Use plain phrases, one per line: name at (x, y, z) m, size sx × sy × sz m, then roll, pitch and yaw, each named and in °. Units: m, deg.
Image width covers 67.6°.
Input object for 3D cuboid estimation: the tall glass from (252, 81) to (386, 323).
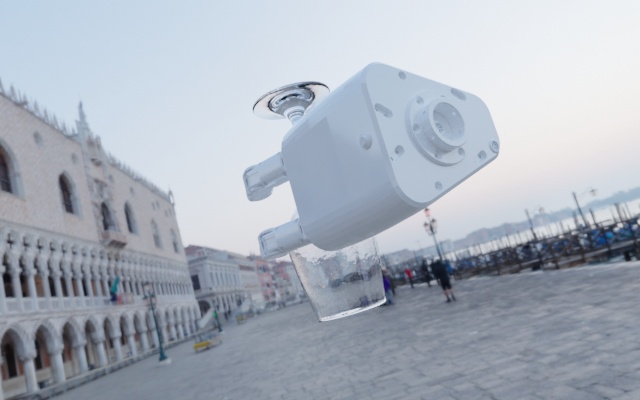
tall glass at (0.000, 0.001, 0.426) m, size 0.079 × 0.201 × 0.079 m, roll -15°, pitch -10°, yaw -3°
